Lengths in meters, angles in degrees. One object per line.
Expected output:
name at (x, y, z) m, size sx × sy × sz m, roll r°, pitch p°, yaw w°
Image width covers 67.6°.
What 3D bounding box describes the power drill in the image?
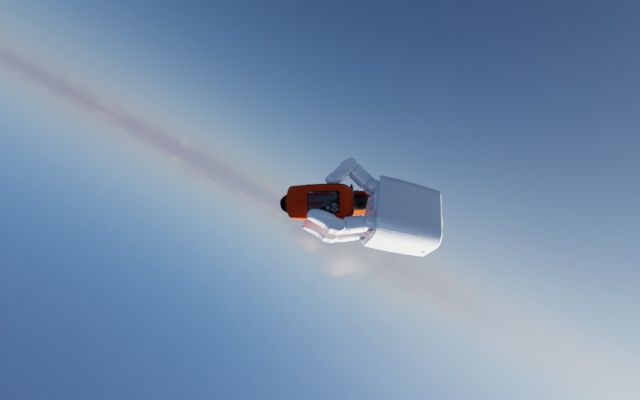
power drill at (0.000, 0.003, 0.825) m, size 0.184 × 0.057 × 0.187 m, roll -3°, pitch 0°, yaw 12°
